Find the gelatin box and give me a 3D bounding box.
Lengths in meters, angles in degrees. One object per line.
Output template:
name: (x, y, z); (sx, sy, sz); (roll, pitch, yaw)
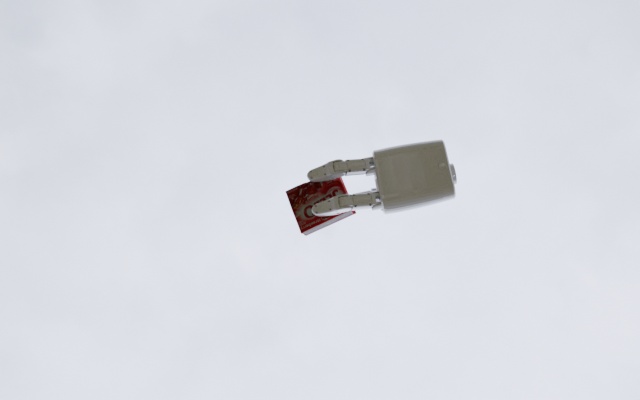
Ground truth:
gelatin box: (0.000, 0.003, 0.731); (0.089, 0.073, 0.030); (-25, -19, 8)
